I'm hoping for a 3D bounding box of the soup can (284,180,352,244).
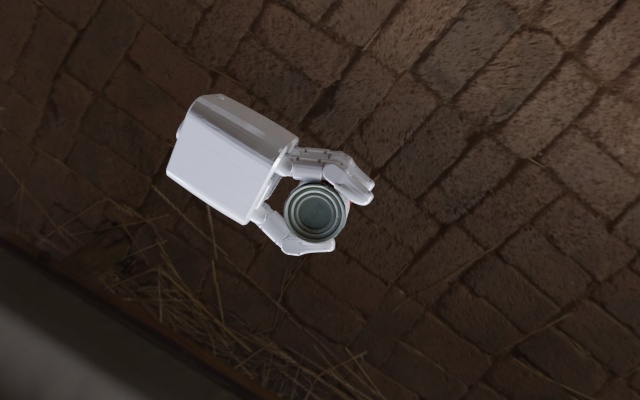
[{"bbox_3d":[0.000,0.002,0.541,0.068,0.068,0.102,0,14,8],"label":"soup can"}]
